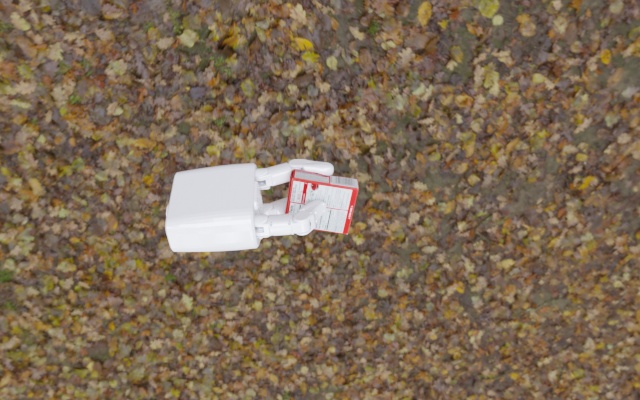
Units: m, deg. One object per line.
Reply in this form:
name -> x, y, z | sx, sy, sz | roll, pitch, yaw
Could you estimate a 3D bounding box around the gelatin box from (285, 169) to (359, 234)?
gelatin box -> 0.000, 0.002, 0.630 | 0.089, 0.073, 0.030 | 9, 30, -3
